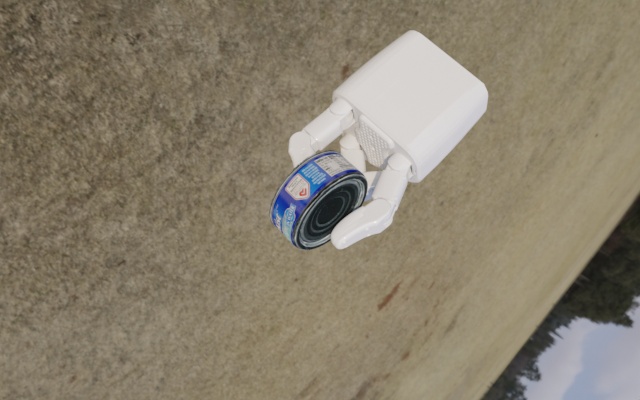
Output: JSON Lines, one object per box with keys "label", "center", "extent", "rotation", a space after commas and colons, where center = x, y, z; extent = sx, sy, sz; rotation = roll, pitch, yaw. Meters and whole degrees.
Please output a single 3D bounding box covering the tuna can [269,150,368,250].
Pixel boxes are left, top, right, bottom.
{"label": "tuna can", "center": [0.000, 0.002, 0.410], "extent": [0.033, 0.086, 0.086], "rotation": [43, 23, 27]}
